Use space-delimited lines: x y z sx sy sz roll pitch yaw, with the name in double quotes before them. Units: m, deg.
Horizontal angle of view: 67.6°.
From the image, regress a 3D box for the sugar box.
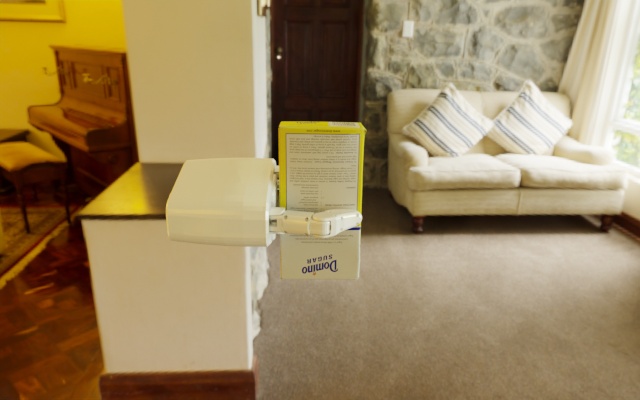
"sugar box" 0.000 0.001 0.540 0.093 0.176 0.048 1 19 -2
